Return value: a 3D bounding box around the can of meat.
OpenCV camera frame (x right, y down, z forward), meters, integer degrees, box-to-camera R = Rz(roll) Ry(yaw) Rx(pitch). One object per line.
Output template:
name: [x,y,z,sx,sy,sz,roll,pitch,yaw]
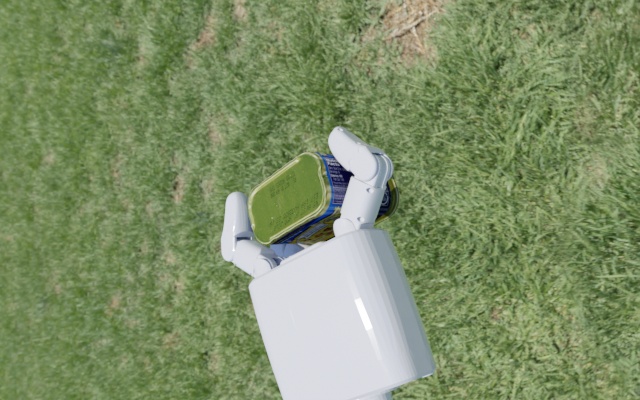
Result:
can of meat: [0.000,0.001,0.404,0.084,0.057,0.102,2,-25,-44]
